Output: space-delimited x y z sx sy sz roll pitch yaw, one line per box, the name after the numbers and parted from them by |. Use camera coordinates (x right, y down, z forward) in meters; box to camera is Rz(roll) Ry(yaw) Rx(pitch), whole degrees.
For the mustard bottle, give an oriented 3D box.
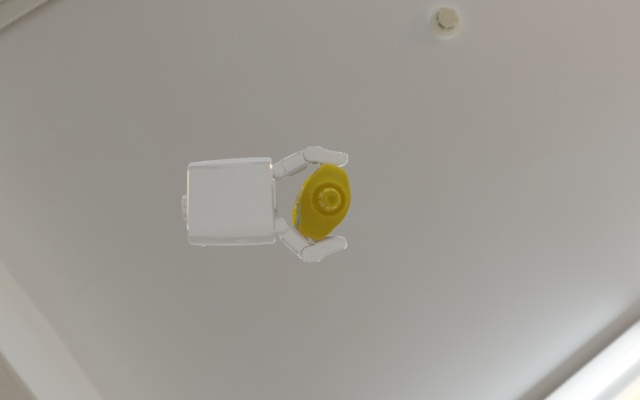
0.000 0.002 0.610 0.058 0.096 0.191 22 -5 -5 | mustard bottle
